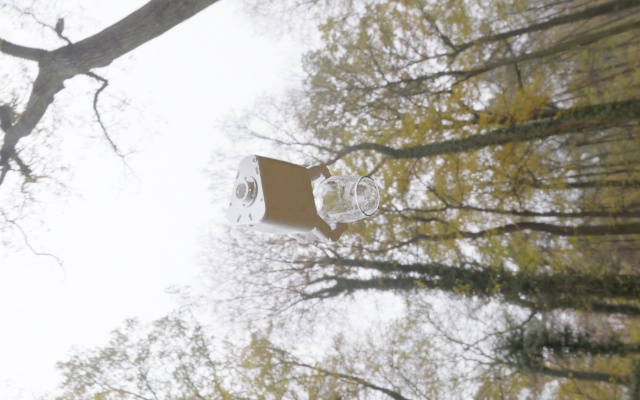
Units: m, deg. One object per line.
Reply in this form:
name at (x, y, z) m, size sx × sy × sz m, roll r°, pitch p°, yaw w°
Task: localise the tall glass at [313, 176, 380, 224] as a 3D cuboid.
tall glass at (0.000, 0.003, 0.800) m, size 0.201 × 0.079 × 0.079 m, roll -7°, pitch -5°, yaw 41°
